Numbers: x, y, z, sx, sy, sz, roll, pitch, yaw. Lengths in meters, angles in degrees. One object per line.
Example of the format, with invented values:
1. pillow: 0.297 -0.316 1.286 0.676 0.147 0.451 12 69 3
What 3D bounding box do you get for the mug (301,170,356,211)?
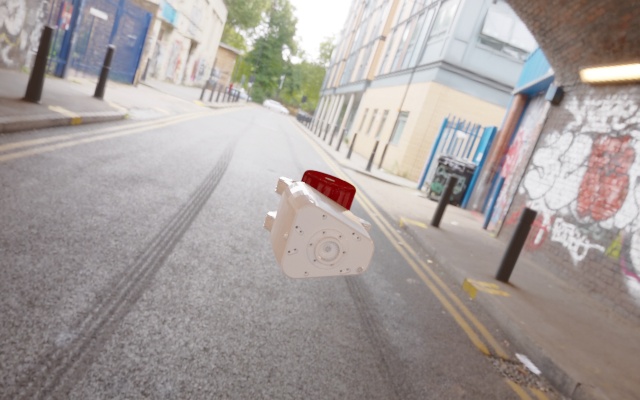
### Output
1. mug: 0.000 0.002 0.712 0.093 0.081 0.117 16 11 -16
